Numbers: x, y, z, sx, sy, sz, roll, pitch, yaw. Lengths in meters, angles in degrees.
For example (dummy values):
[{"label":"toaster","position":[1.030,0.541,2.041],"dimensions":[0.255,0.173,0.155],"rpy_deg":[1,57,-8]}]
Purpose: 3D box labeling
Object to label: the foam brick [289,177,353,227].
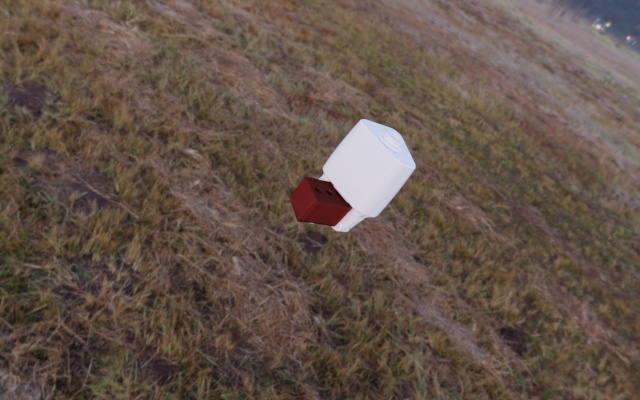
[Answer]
[{"label":"foam brick","position":[0.000,0.003,0.754],"dimensions":[0.078,0.053,0.051],"rpy_deg":[10,-46,-40]}]
